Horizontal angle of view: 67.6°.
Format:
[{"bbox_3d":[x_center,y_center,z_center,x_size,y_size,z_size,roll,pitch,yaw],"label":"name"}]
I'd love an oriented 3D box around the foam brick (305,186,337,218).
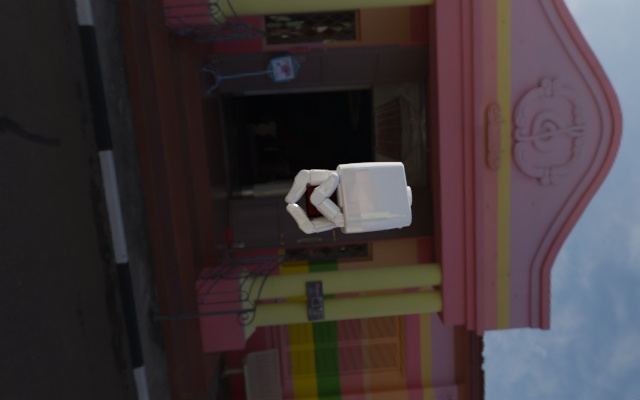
[{"bbox_3d":[0.000,0.003,0.818,0.051,0.053,0.078,-5,-2,-2],"label":"foam brick"}]
